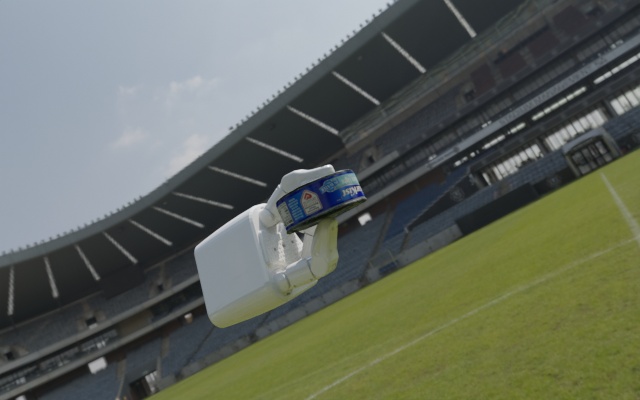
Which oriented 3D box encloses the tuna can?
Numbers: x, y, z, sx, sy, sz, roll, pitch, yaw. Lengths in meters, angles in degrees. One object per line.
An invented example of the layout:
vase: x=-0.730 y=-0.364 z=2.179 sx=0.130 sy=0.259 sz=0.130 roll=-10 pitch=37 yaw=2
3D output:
tuna can: x=0.000 y=0.001 z=0.472 sx=0.086 sy=0.033 sz=0.086 roll=-23 pitch=-7 yaw=-3
